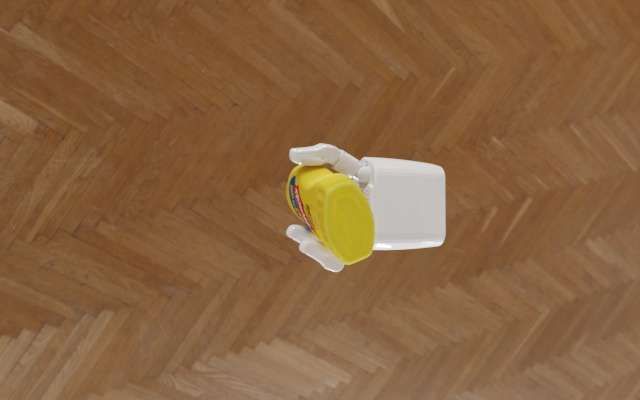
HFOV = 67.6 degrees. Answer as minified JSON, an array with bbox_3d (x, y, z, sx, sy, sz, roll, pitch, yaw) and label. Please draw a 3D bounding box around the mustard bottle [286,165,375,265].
[{"bbox_3d":[0.000,0.002,0.588,0.058,0.096,0.191,-23,21,-13],"label":"mustard bottle"}]
